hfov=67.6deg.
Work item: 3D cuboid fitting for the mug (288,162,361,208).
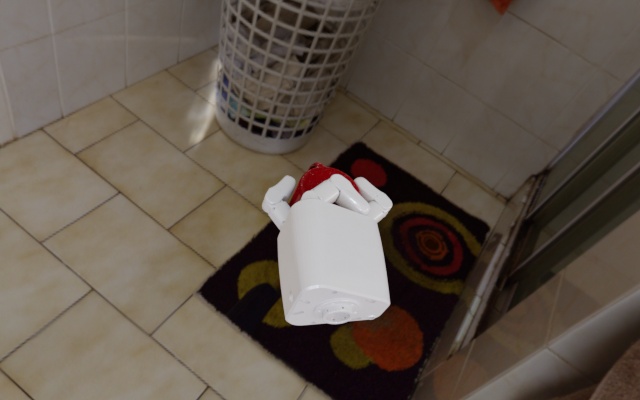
[{"bbox_3d":[0.000,0.001,0.615,0.093,0.117,0.081,6,-39,-18],"label":"mug"}]
